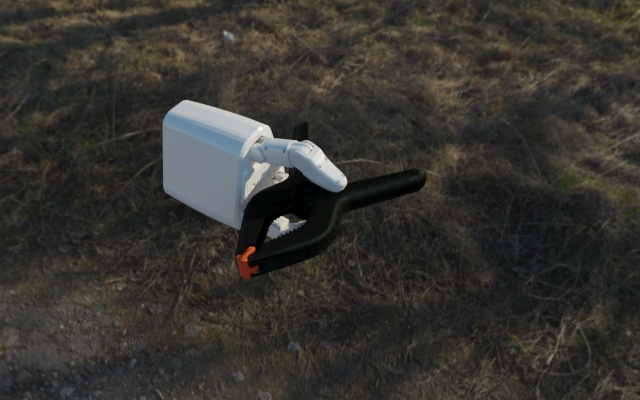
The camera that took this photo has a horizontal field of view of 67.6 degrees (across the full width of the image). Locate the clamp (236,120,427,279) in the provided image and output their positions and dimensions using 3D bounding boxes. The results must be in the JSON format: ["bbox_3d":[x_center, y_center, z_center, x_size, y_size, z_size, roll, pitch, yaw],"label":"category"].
[{"bbox_3d":[0.000,0.001,0.474,0.164,0.036,0.210,20,49,21],"label":"clamp"}]
